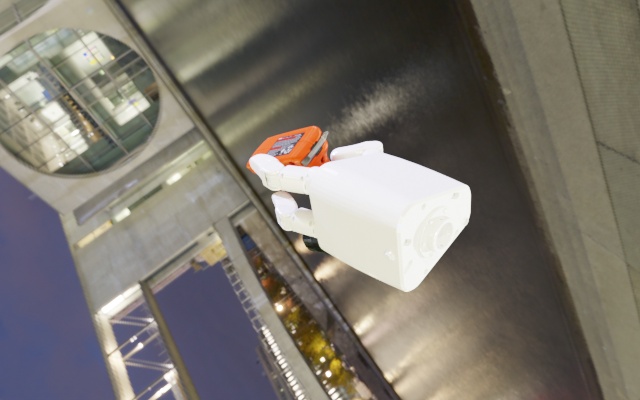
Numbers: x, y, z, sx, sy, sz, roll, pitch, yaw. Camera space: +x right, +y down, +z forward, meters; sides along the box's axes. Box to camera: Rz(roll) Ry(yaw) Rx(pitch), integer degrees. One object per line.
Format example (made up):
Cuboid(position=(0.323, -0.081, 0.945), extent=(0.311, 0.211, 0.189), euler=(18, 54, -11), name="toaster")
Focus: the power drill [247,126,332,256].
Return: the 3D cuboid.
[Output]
Cuboid(position=(0.000, 0.002, 0.580), extent=(0.184, 0.057, 0.188), euler=(-7, -46, 49), name="power drill")
